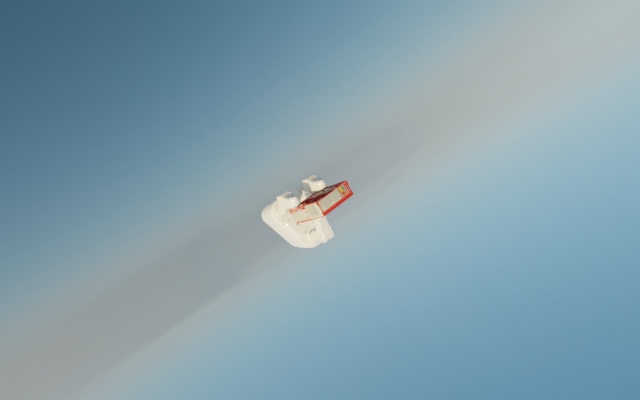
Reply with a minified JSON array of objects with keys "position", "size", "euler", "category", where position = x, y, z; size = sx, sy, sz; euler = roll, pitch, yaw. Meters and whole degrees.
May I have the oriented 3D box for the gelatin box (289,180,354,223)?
[{"position":[0.001,0.003,0.785],"size":[0.073,0.030,0.089],"euler":[-35,10,-32],"category":"gelatin box"}]
